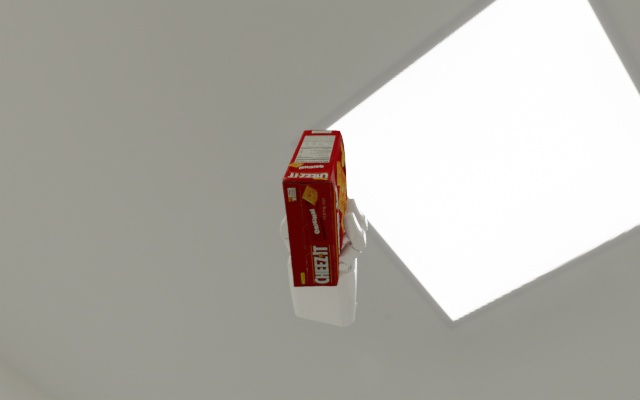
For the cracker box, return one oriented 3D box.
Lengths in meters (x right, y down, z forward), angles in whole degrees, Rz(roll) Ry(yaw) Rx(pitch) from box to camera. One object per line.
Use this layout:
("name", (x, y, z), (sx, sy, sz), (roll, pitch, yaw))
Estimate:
("cracker box", (0.000, 0.002, 0.719), (0.072, 0.164, 0.213), (-1, 26, 7))
